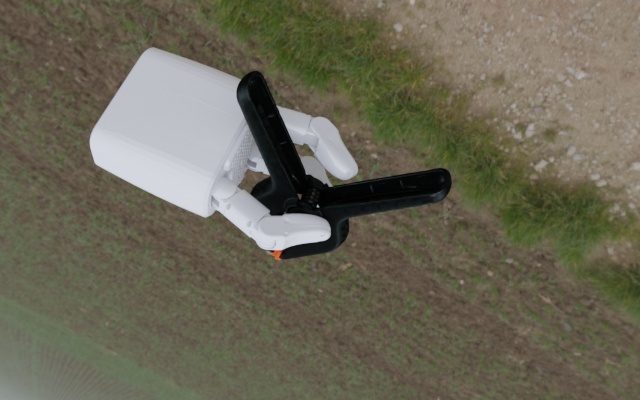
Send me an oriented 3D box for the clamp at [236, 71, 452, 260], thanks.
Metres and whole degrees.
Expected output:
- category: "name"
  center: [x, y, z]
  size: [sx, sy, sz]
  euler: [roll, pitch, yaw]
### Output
- category: "clamp"
  center: [-0.001, 0.002, 0.403]
  size: [0.164, 0.036, 0.210]
  euler: [24, -35, 2]
